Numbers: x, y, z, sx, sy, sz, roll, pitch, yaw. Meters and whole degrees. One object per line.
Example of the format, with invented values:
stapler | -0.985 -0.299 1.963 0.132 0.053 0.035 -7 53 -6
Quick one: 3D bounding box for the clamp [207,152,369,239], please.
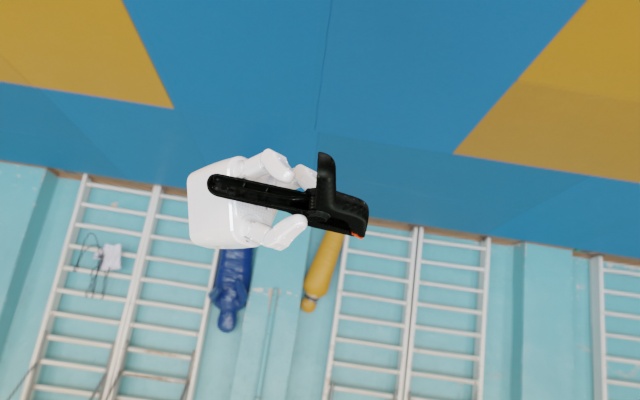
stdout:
clamp | 0.000 0.003 0.546 0.164 0.036 0.210 -10 -25 42
